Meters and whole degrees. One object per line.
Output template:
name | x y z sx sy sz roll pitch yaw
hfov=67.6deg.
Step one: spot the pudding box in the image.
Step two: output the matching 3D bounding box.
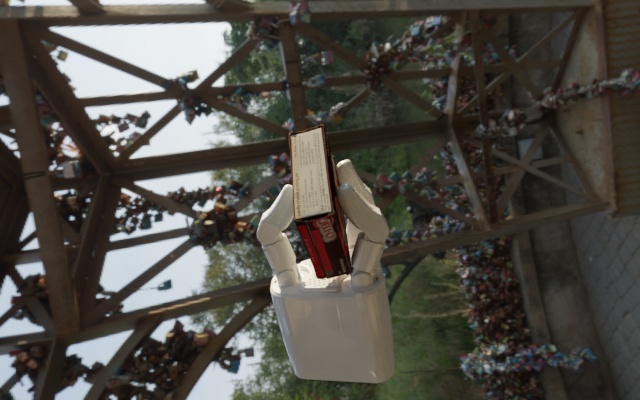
pudding box | 0.000 0.002 0.440 0.039 0.113 0.090 -12 -42 4
